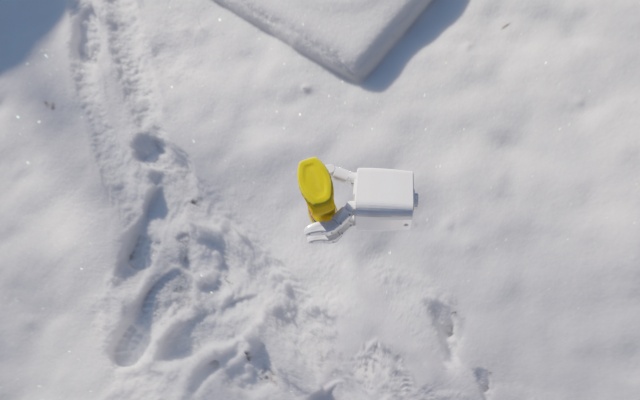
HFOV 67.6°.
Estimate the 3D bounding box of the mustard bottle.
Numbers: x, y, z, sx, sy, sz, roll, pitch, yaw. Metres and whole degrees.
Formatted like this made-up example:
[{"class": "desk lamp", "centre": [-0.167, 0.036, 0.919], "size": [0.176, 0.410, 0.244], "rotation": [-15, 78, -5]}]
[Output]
[{"class": "mustard bottle", "centre": [0.000, 0.003, 0.894], "size": [0.058, 0.096, 0.192], "rotation": [-20, -24, -2]}]
